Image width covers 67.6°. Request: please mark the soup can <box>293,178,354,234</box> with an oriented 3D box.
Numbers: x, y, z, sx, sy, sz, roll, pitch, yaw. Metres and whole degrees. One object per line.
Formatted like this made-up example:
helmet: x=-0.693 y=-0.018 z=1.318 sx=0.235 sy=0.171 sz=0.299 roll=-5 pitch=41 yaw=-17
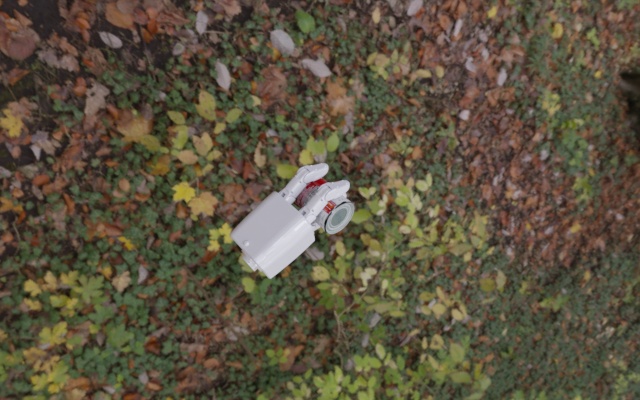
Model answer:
soup can: x=0.001 y=0.003 z=0.824 sx=0.102 sy=0.068 sz=0.068 roll=40 pitch=24 yaw=32
